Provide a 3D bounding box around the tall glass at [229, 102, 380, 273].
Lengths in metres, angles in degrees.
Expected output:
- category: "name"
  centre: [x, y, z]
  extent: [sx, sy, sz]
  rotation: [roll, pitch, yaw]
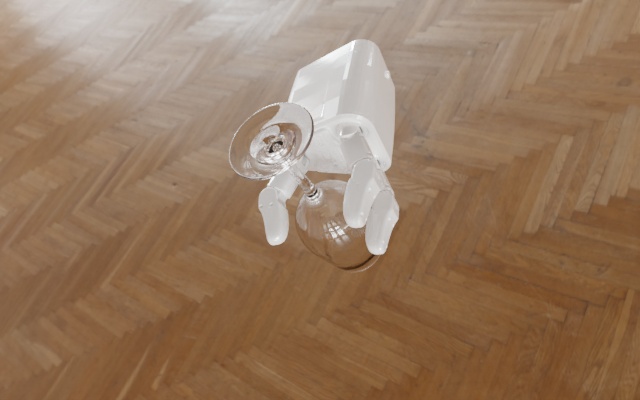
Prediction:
- category: "tall glass"
  centre: [0.000, 0.001, 0.447]
  extent: [0.079, 0.079, 0.201]
  rotation: [0, -30, 27]
